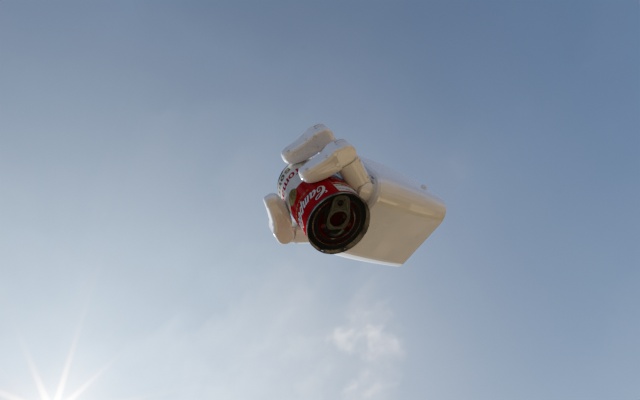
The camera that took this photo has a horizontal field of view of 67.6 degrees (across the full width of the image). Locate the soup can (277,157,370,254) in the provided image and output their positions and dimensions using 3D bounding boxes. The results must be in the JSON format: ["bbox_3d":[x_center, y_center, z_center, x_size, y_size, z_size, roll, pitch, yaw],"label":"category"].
[{"bbox_3d":[0.000,0.002,0.505,0.068,0.068,0.102,0,25,-24],"label":"soup can"}]
